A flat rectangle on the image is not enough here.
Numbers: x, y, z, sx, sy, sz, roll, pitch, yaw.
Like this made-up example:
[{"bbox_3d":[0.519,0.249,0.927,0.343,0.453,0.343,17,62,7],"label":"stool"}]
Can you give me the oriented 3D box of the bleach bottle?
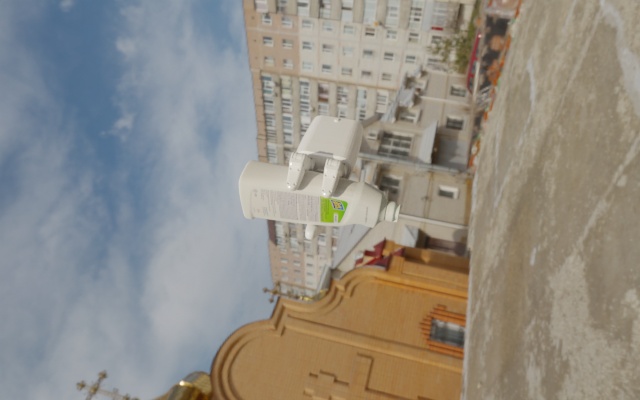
[{"bbox_3d":[0.000,0.002,0.763,0.251,0.068,0.103,11,-41,11],"label":"bleach bottle"}]
